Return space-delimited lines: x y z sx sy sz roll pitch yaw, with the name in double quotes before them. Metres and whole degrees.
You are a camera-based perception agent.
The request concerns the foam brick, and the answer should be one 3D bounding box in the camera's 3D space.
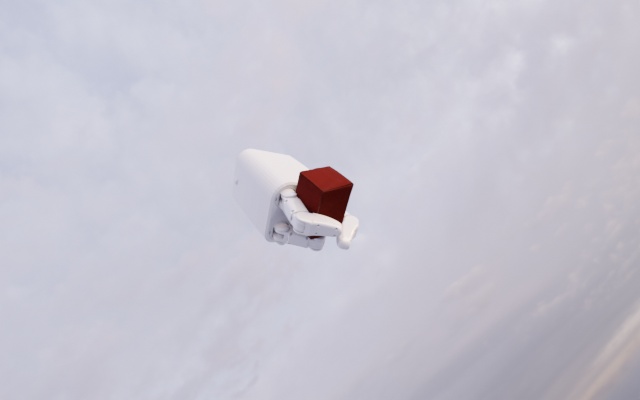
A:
"foam brick" 0.000 0.002 0.622 0.053 0.078 0.051 -13 41 -37
